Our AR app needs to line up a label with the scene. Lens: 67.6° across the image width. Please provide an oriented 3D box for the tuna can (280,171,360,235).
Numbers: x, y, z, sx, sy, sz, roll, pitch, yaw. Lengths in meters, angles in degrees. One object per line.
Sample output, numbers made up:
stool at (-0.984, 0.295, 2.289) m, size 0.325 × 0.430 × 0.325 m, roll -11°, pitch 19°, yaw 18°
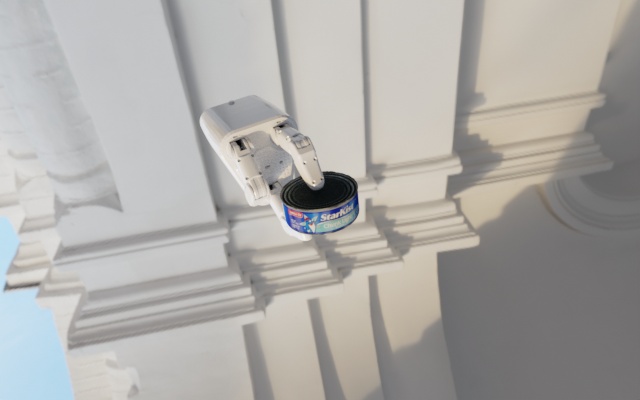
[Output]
tuna can at (0.000, 0.002, 0.527) m, size 0.086 × 0.034 × 0.086 m, roll -6°, pitch 30°, yaw 3°
